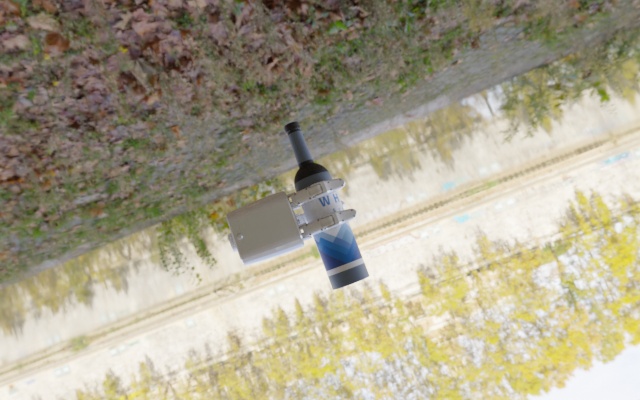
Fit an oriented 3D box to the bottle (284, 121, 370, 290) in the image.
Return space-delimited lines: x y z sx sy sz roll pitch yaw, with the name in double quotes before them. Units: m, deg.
"bottle" 0.000 0.003 0.822 0.069 0.295 0.069 -20 -7 -3
